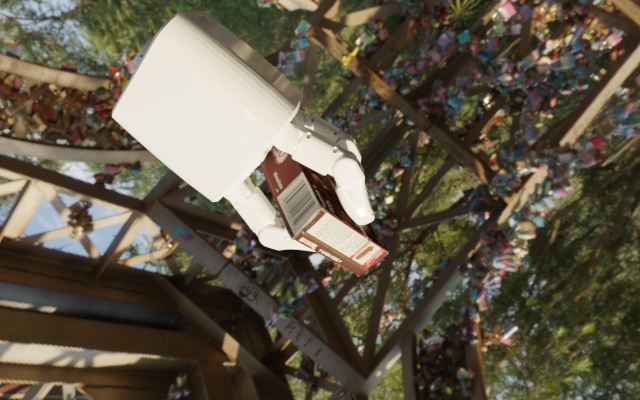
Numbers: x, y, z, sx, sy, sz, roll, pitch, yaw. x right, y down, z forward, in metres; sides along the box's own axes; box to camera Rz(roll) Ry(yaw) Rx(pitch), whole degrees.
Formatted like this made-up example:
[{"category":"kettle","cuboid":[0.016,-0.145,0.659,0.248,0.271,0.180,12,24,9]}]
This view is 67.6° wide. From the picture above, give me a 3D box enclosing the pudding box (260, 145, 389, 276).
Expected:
[{"category":"pudding box","cuboid":[0.000,0.001,0.410,0.090,0.039,0.113,33,22,-40]}]
